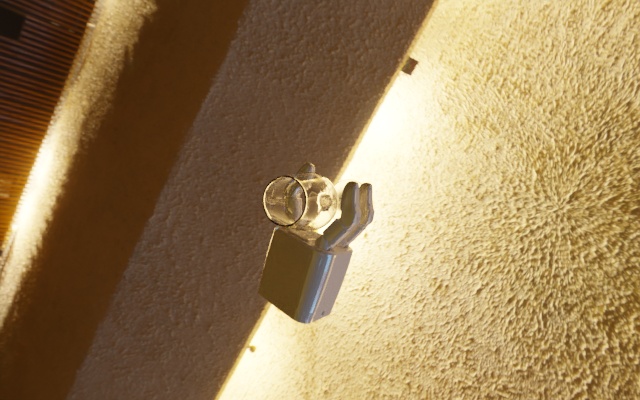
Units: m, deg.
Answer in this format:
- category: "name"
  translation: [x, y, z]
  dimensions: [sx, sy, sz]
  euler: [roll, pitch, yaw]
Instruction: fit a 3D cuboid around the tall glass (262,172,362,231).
- category: "tall glass"
  translation: [0.000, 0.002, 0.662]
  dimensions: [0.079, 0.079, 0.201]
  euler: [0, -1, 26]
